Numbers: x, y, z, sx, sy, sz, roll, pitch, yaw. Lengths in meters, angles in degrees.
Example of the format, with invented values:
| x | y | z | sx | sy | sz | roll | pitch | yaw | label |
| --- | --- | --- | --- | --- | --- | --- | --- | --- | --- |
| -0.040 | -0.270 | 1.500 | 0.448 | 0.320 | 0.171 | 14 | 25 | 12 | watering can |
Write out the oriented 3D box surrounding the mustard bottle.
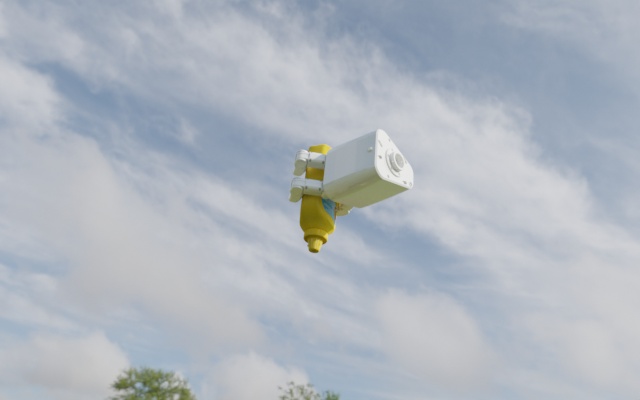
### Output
| x | y | z | sx | sy | sz | roll | pitch | yaw | label |
| --- | --- | --- | --- | --- | --- | --- | --- | --- | --- |
| 0.000 | 0.003 | 0.838 | 0.058 | 0.191 | 0.096 | -5 | -33 | 18 | mustard bottle |
